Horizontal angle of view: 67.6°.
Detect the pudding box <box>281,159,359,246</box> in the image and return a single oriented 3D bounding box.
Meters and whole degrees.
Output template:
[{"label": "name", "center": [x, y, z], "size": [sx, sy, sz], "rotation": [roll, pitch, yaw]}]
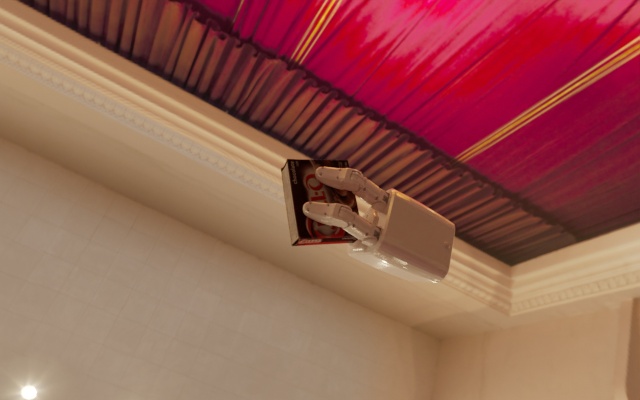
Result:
[{"label": "pudding box", "center": [0.000, 0.002, 0.632], "size": [0.090, 0.113, 0.039], "rotation": [-1, -24, -24]}]
